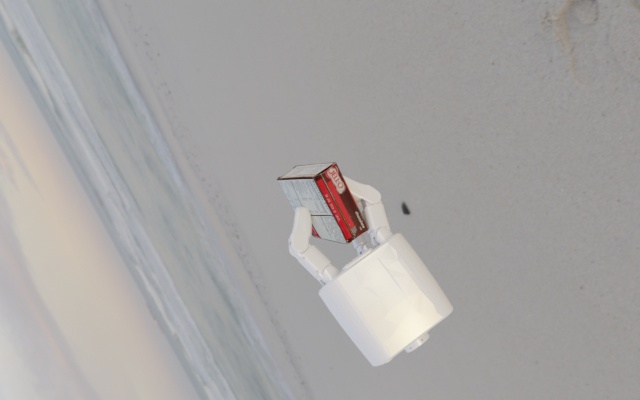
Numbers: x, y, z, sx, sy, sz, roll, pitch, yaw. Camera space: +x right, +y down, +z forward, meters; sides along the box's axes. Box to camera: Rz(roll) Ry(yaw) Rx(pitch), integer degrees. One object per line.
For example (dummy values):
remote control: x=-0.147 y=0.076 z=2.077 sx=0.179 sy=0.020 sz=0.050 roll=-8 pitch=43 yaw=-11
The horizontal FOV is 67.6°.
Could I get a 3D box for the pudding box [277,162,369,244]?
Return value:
pudding box: x=0.000 y=0.002 z=0.579 sx=0.039 sy=0.090 sz=0.113 roll=-33 pitch=16 yaw=-24
